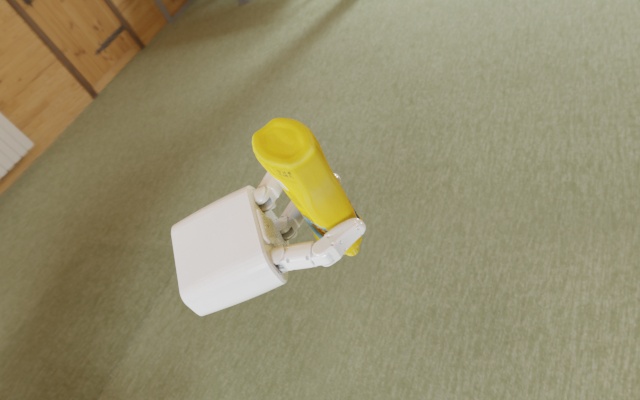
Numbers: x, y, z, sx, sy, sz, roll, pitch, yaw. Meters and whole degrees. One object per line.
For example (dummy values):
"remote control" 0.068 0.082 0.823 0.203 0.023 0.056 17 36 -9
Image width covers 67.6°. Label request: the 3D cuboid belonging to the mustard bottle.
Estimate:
"mustard bottle" 0.000 0.001 0.526 0.096 0.058 0.192 39 -13 48
